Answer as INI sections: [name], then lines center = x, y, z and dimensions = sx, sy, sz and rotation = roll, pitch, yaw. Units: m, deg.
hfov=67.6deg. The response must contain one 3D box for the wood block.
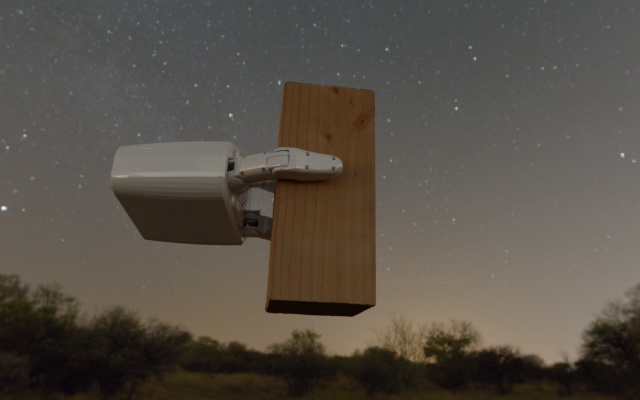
[wood block]
center = 0.000, 0.001, 0.462
dimensions = 0.090, 0.206, 0.091
rotation = 5, -20, -7
